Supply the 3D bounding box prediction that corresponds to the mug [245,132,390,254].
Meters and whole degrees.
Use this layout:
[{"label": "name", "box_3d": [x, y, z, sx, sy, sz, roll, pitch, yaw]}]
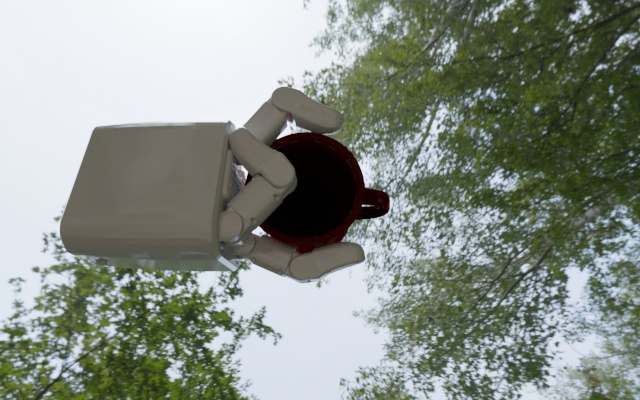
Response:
[{"label": "mug", "box_3d": [0.002, 0.001, 0.406, 0.117, 0.093, 0.081, 1, -17, 0]}]
